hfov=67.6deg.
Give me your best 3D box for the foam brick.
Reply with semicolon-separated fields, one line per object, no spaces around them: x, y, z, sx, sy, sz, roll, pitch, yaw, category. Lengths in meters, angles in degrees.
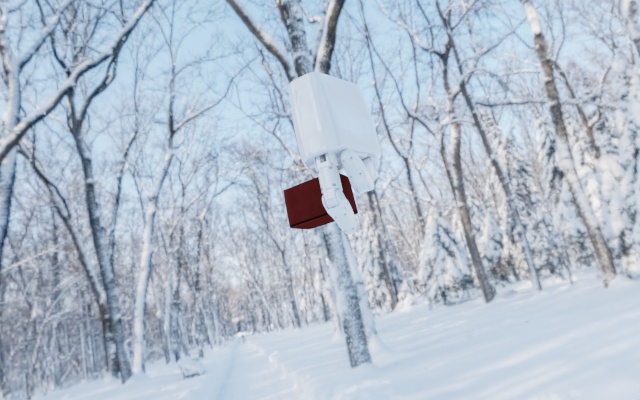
0.000;0.002;0.618;0.078;0.051;0.053;-20;-14;23;foam brick
